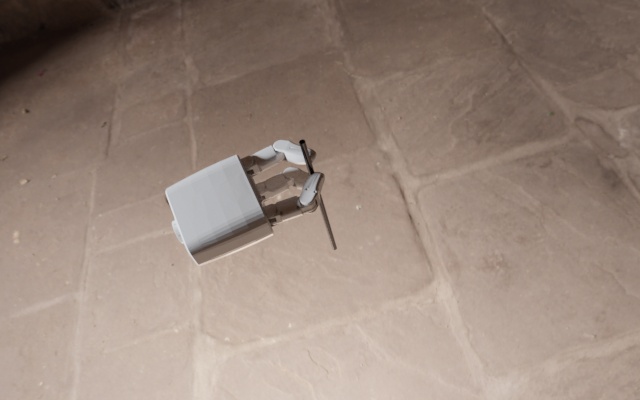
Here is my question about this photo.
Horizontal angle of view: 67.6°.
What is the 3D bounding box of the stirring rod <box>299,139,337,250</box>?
[{"bbox_3d":[0.000,0.002,0.681,0.011,0.011,0.240,0,-38,14],"label":"stirring rod"}]
